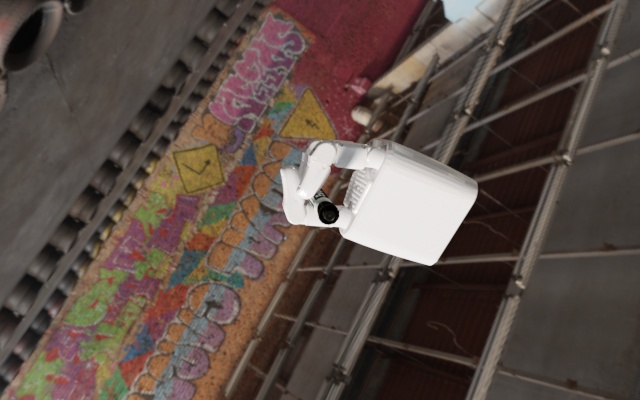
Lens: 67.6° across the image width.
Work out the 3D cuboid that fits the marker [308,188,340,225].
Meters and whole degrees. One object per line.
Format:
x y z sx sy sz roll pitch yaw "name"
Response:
0.000 0.002 0.464 0.020 0.020 0.121 0 11 -8 "marker"
